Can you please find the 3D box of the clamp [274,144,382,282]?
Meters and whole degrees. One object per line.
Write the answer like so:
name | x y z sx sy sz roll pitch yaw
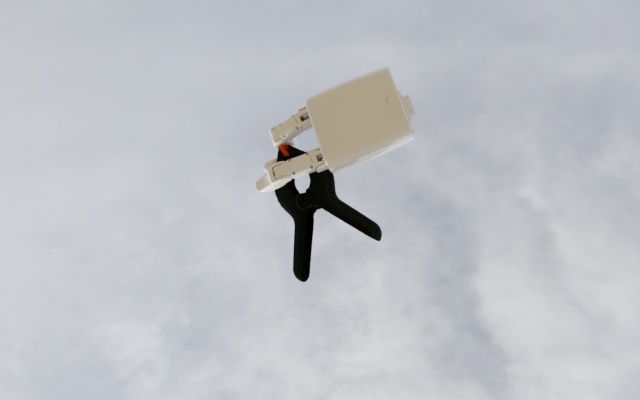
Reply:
clamp | 0.000 0.002 0.585 0.120 0.171 0.039 -21 -12 13
